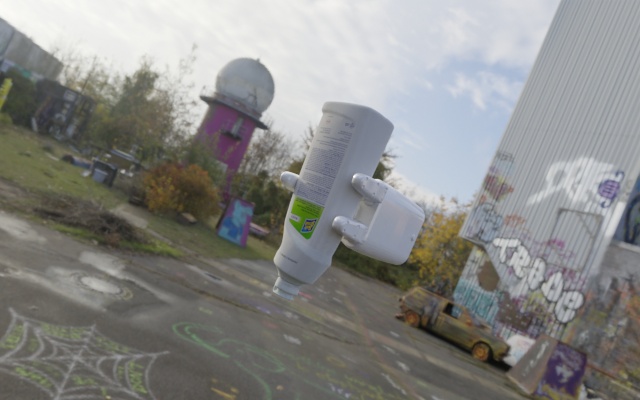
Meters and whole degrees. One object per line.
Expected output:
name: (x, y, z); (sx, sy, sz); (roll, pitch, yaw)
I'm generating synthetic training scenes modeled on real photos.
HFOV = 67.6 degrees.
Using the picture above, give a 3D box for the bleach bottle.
bleach bottle: (0.000, 0.002, 0.604); (0.068, 0.251, 0.102); (27, -4, -39)
